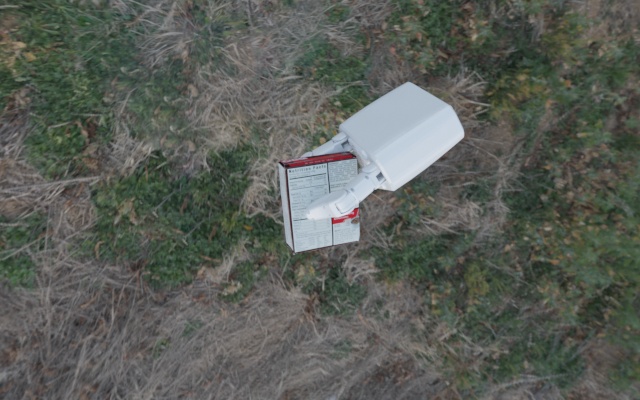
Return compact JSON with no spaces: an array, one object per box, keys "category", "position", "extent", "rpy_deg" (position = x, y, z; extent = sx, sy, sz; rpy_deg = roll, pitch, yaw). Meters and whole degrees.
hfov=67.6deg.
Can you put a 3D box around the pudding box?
[{"category":"pudding box","position":[0.000,0.002,0.575],"extent":[0.090,0.113,0.039],"rpy_deg":[-9,19,-14]}]
